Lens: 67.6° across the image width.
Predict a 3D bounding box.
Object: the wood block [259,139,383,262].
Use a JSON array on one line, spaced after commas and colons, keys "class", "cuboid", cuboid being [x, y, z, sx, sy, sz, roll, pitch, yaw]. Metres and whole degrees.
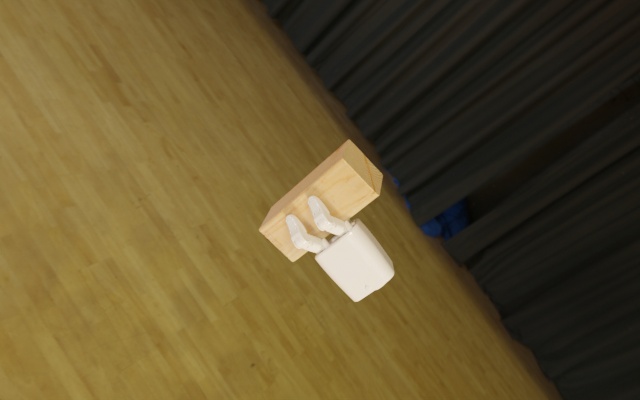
[{"class": "wood block", "cuboid": [0.001, 0.003, 0.835, 0.206, 0.090, 0.090, -40, 13, 25]}]
